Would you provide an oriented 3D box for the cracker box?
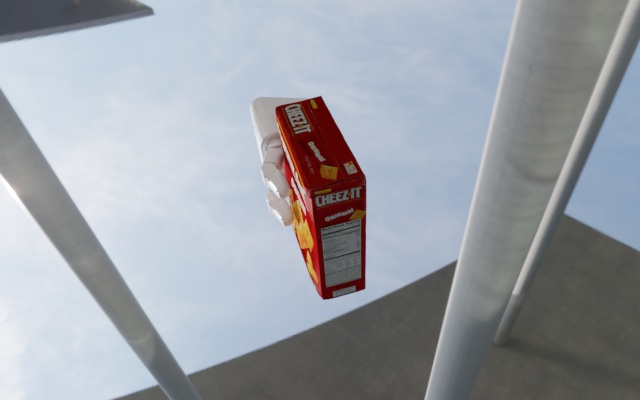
[{"bbox_3d":[0.000,0.002,0.622,0.072,0.214,0.164,-15,47,-9],"label":"cracker box"}]
